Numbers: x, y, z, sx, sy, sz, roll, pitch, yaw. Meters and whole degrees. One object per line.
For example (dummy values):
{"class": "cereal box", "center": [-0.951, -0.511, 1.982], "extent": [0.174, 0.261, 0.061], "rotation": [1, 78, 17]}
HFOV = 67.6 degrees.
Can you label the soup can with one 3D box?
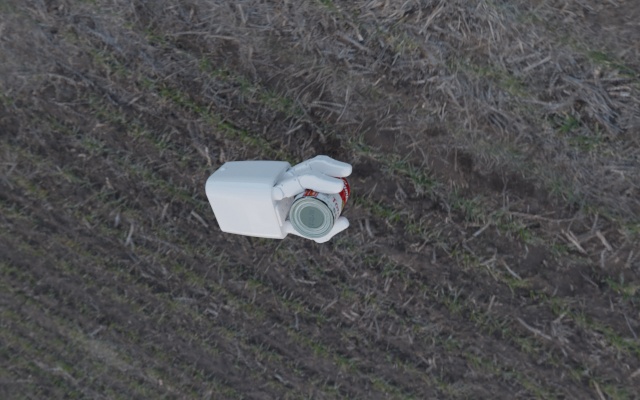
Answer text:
{"class": "soup can", "center": [0.001, 0.003, 0.704], "extent": [0.068, 0.068, 0.102], "rotation": [0, 26, 18]}
